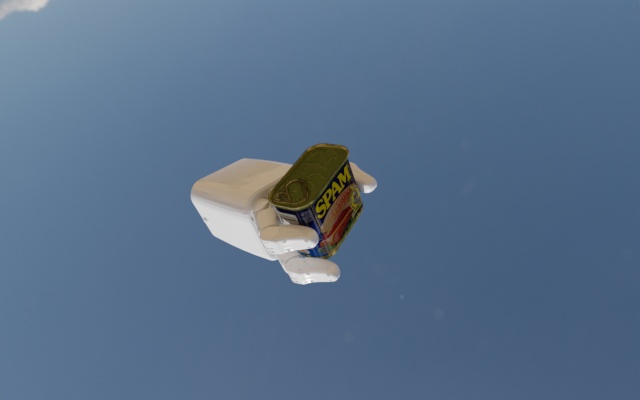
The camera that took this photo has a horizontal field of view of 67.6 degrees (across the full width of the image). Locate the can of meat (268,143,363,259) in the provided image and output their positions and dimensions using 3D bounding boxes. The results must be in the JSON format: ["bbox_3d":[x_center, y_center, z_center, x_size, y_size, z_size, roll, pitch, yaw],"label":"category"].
[{"bbox_3d":[0.000,0.002,0.525,0.057,0.084,0.102,11,49,34],"label":"can of meat"}]
